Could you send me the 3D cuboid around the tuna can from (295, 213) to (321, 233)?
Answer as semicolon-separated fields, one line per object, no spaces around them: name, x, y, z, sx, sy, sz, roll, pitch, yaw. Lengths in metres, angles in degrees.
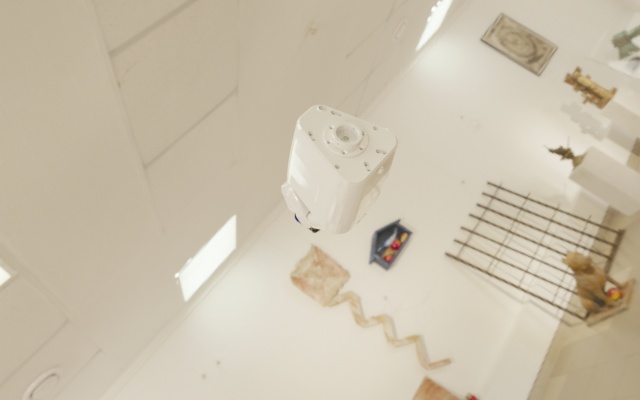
tuna can;0.000;0.002;0.685;0.033;0.086;0.086;33;9;14
